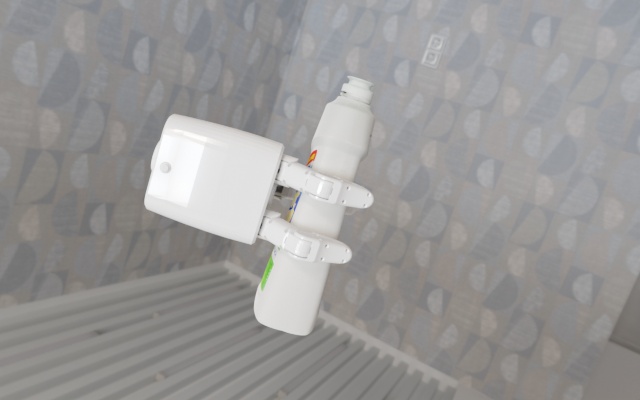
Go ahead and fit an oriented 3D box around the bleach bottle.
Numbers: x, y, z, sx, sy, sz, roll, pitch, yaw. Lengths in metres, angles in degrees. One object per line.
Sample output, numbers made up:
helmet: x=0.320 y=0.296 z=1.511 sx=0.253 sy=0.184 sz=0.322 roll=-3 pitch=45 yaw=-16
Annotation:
bleach bottle: x=0.000 y=0.002 z=0.485 sx=0.068 sy=0.251 sz=0.102 roll=17 pitch=9 yaw=-5
